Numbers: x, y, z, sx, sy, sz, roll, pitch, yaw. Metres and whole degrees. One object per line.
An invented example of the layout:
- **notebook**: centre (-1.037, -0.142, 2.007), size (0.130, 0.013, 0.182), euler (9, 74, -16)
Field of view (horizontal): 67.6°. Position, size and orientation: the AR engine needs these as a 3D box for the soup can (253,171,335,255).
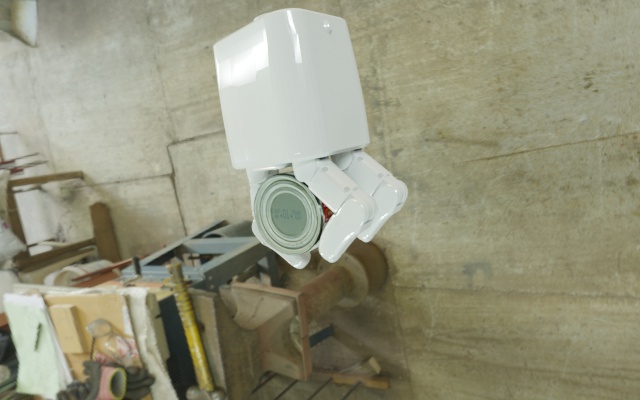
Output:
- **soup can**: centre (0.000, 0.002, 0.411), size (0.068, 0.068, 0.102), euler (0, 12, 33)
